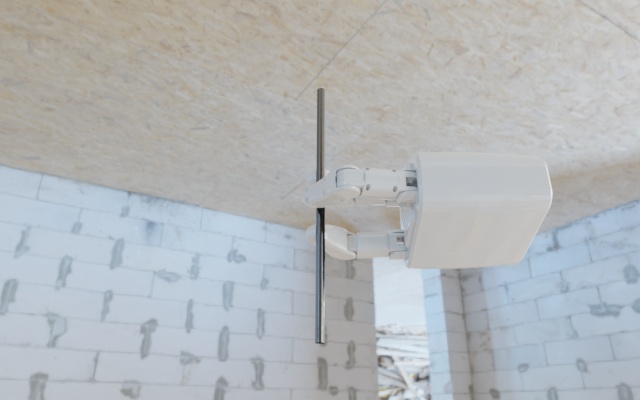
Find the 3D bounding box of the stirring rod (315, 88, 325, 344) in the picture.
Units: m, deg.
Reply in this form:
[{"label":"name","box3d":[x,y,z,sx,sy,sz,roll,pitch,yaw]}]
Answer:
[{"label":"stirring rod","box3d":[0.000,0.001,0.421,0.011,0.239,0.011,0,-24,0]}]
